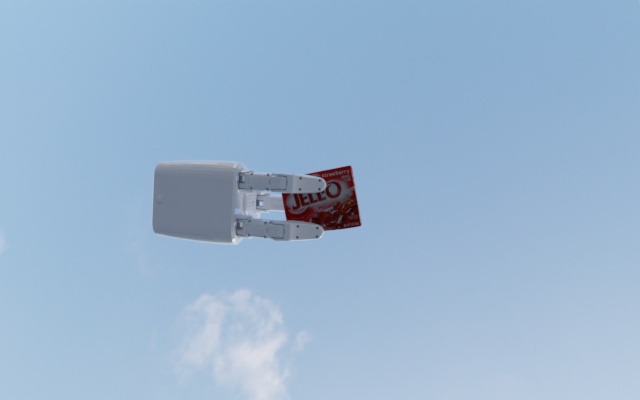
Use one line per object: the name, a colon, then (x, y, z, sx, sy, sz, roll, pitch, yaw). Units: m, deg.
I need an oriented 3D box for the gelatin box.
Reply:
gelatin box: (0.000, 0.002, 0.573, 0.089, 0.073, 0.030, -10, 0, 6)
